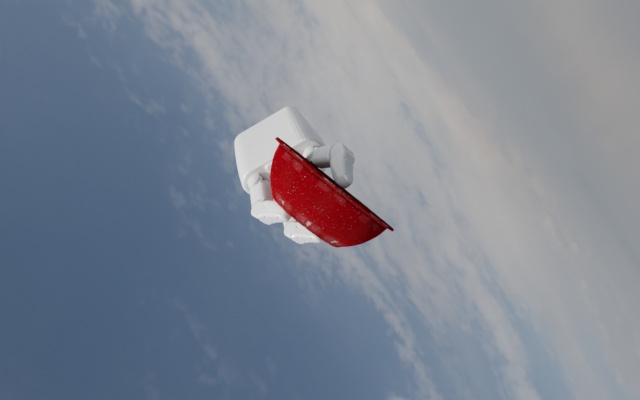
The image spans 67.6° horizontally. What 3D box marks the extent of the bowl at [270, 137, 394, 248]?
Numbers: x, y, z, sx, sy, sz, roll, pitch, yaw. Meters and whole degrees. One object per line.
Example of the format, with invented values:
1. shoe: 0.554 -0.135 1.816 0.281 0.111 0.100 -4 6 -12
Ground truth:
1. bowl: 0.000 0.002 0.517 0.162 0.055 0.162 38 3 -2
